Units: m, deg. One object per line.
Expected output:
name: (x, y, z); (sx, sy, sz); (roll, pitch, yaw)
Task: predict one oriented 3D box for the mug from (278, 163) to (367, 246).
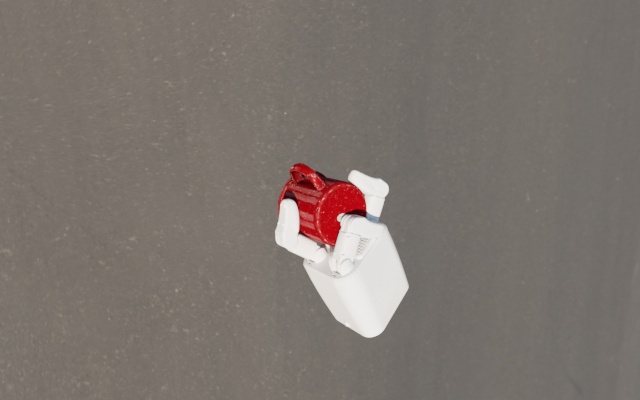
mug: (0.000, 0.001, 0.607); (0.093, 0.117, 0.081); (-39, 29, -23)
